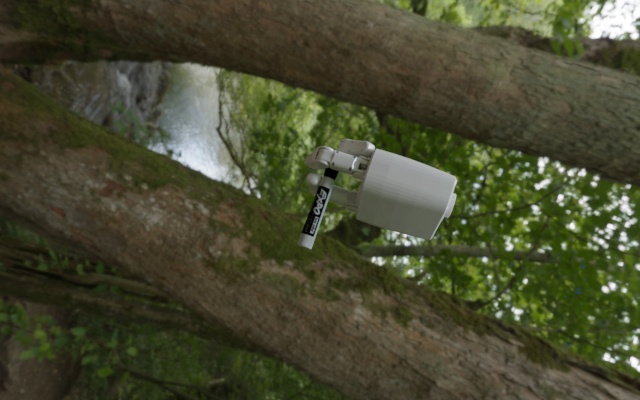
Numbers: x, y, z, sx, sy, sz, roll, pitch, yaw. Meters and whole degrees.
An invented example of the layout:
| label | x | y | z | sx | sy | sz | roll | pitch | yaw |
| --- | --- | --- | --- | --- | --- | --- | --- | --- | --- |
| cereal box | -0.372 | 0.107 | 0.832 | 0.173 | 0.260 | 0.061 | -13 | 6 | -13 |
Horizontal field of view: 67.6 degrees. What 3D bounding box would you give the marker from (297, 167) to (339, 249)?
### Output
| label | x | y | z | sx | sy | sz | roll | pitch | yaw |
| --- | --- | --- | --- | --- | --- | --- | --- | --- | --- |
| marker | 0.000 | 0.002 | 0.603 | 0.020 | 0.121 | 0.020 | 19 | -10 | 4 |
